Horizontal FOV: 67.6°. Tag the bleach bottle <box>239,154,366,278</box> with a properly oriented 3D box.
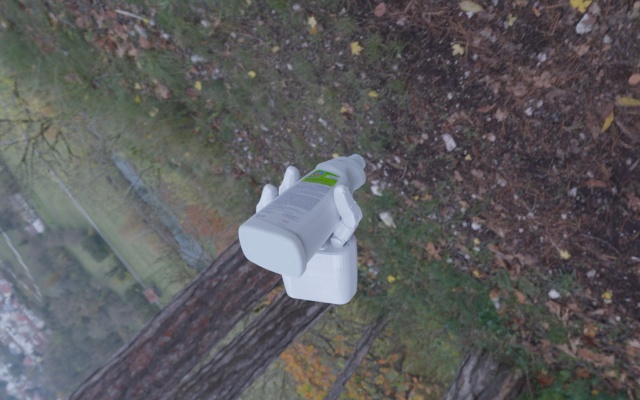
[{"bbox_3d":[0.000,0.002,0.681,0.102,0.068,0.250,15,38,30],"label":"bleach bottle"}]
